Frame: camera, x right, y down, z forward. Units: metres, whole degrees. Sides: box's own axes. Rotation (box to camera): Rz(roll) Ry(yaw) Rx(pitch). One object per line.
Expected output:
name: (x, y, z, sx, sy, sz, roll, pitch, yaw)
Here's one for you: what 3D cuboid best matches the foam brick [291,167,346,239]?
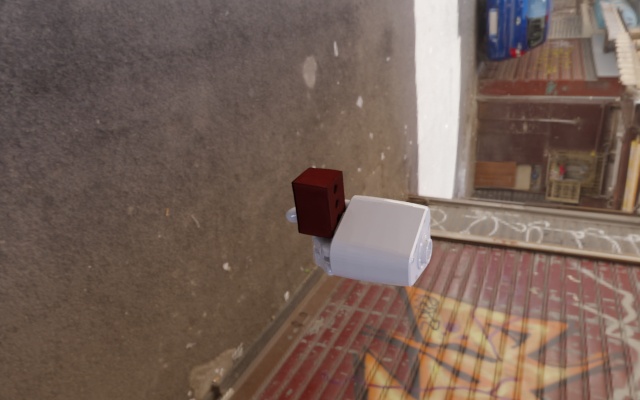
foam brick: (0.000, 0.002, 0.631, 0.051, 0.078, 0.053, 8, 32, 25)
